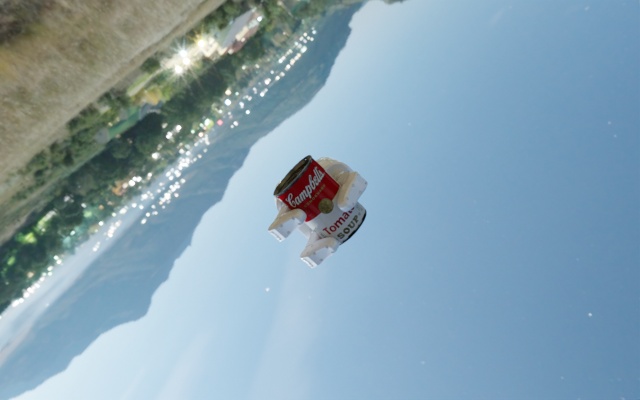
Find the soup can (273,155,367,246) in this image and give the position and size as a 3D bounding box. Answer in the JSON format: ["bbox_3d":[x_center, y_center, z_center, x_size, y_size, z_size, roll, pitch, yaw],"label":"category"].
[{"bbox_3d":[0.000,0.002,0.601,0.102,0.068,0.068,43,-13,-14],"label":"soup can"}]
